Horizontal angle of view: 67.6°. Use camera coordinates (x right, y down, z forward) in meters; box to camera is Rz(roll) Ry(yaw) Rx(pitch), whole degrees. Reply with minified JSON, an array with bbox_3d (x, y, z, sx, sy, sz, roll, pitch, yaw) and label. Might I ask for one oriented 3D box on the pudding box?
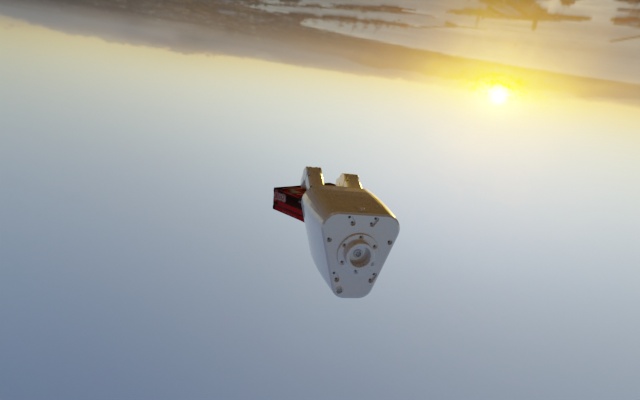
[{"bbox_3d":[0.000,0.002,0.698,0.113,0.039,0.090,-4,18,-41],"label":"pudding box"}]
